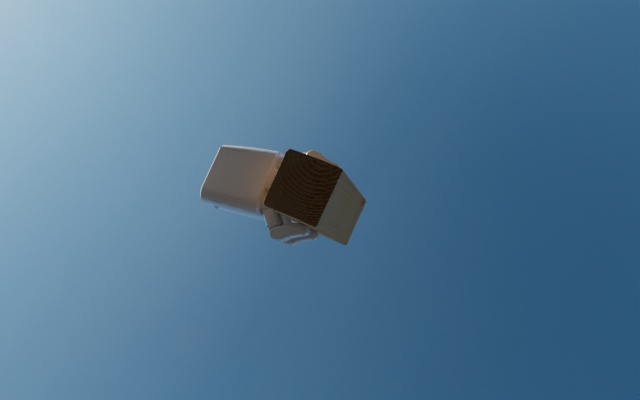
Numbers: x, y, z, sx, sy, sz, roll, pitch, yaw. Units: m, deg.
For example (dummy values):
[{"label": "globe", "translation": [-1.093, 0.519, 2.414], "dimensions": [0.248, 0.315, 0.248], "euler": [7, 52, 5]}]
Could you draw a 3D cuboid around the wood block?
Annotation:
[{"label": "wood block", "translation": [0.000, 0.002, 0.755], "dimensions": [0.090, 0.091, 0.206], "euler": [22, -5, 18]}]
